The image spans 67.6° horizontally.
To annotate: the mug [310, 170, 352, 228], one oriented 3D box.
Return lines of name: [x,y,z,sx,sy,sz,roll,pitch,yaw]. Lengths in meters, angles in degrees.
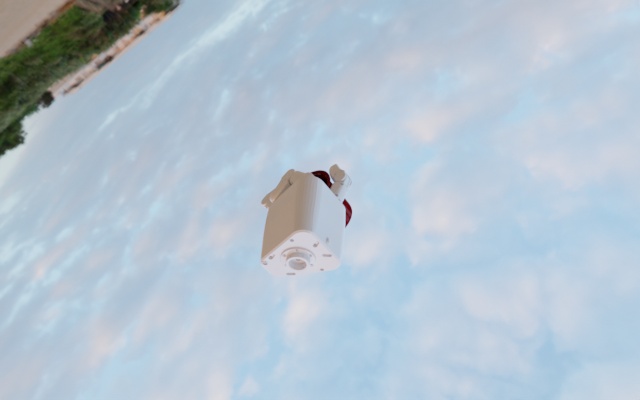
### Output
mug: [0.000,0.002,0.799,0.093,0.117,0.081,-24,-54,26]
